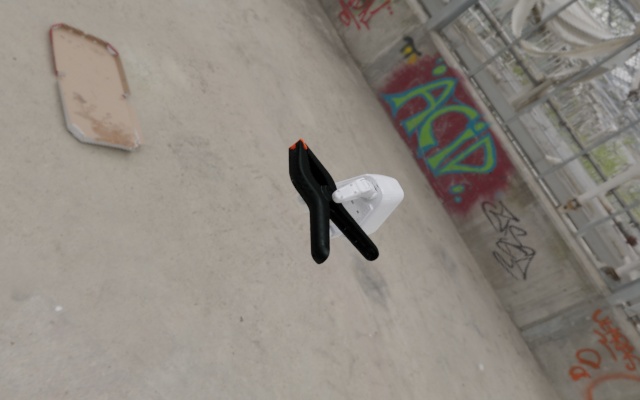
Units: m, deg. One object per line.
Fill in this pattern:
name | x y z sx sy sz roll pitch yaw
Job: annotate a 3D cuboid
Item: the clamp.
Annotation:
clamp | 0.001 0.001 0.688 0.036 0.210 0.164 -34 -15 24
